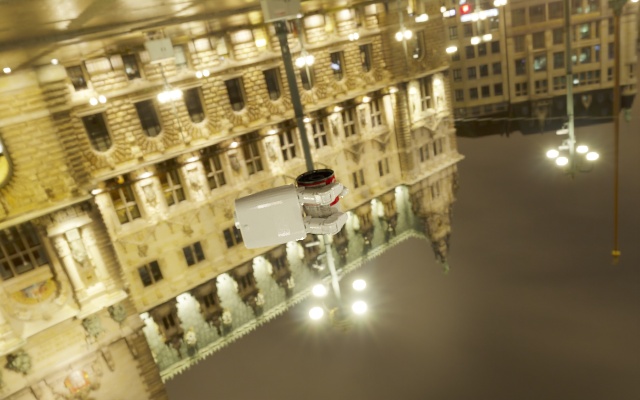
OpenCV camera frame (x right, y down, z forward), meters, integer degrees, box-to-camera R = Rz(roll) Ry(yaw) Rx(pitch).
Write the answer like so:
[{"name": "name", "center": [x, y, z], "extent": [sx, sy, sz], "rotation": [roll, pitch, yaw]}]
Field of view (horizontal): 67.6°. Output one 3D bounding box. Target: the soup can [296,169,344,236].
[{"name": "soup can", "center": [0.001, 0.003, 0.843], "extent": [0.068, 0.102, 0.068], "rotation": [-10, 20, 4]}]
